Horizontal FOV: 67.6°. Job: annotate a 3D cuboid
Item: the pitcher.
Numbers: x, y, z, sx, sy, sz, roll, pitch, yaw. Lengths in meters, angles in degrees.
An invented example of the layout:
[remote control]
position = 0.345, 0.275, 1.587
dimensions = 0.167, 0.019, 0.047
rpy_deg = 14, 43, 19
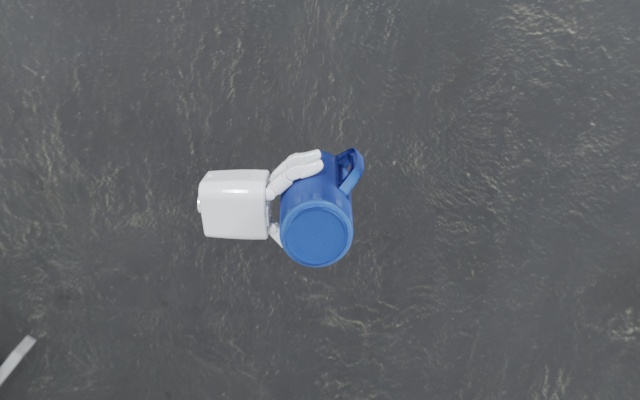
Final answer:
[pitcher]
position = 0.000, 0.003, 0.792
dimensions = 0.145, 0.149, 0.242
rpy_deg = 2, 20, -2
